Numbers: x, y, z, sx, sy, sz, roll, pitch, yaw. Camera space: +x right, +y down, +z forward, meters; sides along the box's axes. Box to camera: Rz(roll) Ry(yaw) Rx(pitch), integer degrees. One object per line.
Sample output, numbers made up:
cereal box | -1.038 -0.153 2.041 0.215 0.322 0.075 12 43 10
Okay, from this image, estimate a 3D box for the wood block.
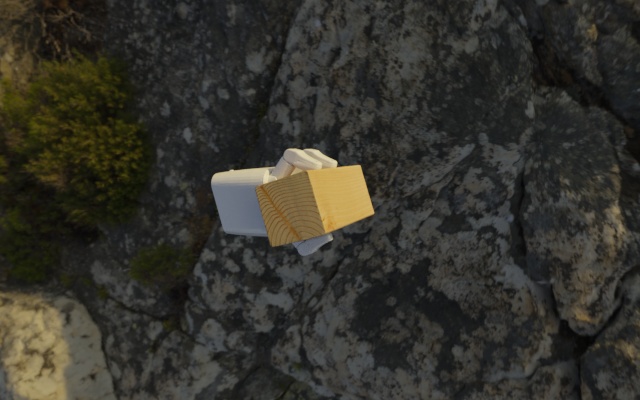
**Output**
wood block | 0.000 0.003 0.739 0.090 0.091 0.206 -16 0 25
